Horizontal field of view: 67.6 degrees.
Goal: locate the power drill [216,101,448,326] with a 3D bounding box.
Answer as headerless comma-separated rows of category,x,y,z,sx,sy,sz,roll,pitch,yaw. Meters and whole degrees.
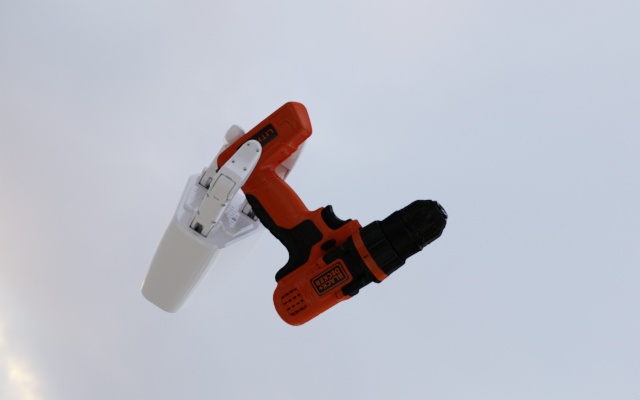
power drill,0.000,0.001,0.457,0.184,0.187,0.057,-34,-12,11
